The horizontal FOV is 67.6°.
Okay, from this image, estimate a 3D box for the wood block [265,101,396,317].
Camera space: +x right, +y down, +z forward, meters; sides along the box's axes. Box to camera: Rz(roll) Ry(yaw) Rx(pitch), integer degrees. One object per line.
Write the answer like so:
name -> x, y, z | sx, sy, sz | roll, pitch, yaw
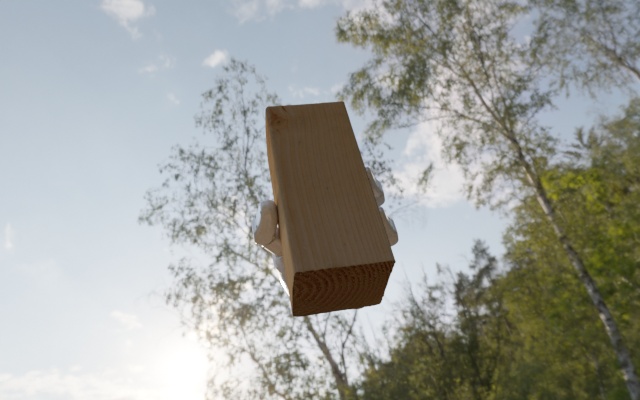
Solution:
wood block -> 0.000, 0.002, 0.494 | 0.091, 0.206, 0.090 | -7, -37, -9
